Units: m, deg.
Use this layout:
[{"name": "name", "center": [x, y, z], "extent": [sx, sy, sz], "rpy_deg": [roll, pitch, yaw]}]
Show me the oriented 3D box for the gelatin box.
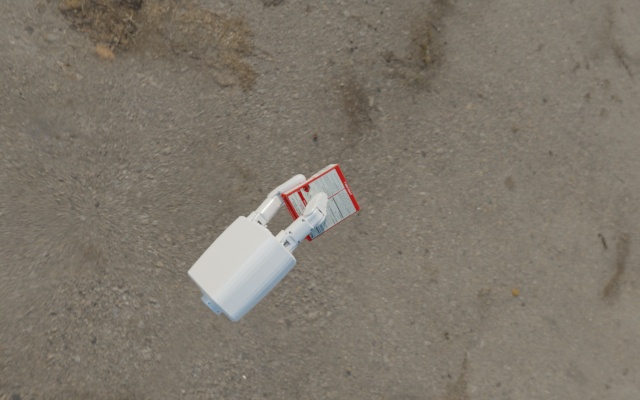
[{"name": "gelatin box", "center": [0.001, 0.002, 0.660], "extent": [0.089, 0.073, 0.030], "rpy_deg": [-32, 14, -14]}]
